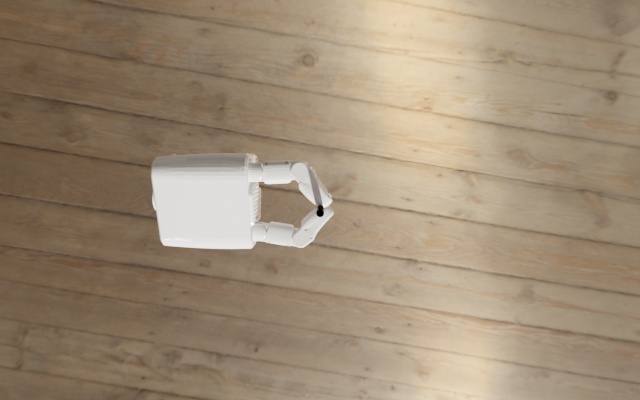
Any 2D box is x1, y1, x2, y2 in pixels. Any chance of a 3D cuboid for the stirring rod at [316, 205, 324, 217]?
[{"bbox_3d":[0.000,0.002,0.604,0.011,0.011,0.239,0,5,0],"label":"stirring rod"}]
